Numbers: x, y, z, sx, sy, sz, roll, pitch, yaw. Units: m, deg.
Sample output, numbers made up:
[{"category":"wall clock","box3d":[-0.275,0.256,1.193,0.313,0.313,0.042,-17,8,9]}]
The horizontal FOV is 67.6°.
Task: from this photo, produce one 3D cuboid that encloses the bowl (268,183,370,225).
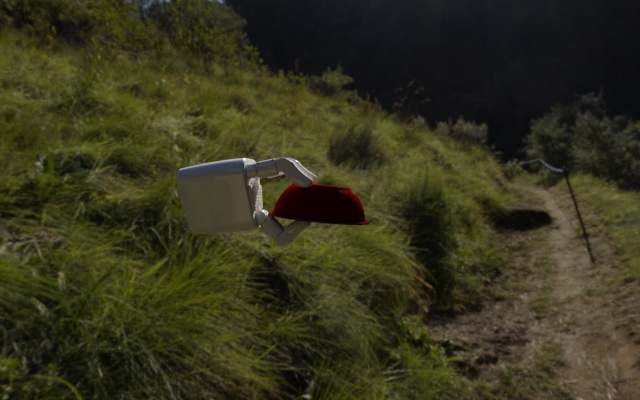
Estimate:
[{"category":"bowl","box3d":[0.001,0.002,0.758,0.162,0.055,0.162,6,2,0]}]
